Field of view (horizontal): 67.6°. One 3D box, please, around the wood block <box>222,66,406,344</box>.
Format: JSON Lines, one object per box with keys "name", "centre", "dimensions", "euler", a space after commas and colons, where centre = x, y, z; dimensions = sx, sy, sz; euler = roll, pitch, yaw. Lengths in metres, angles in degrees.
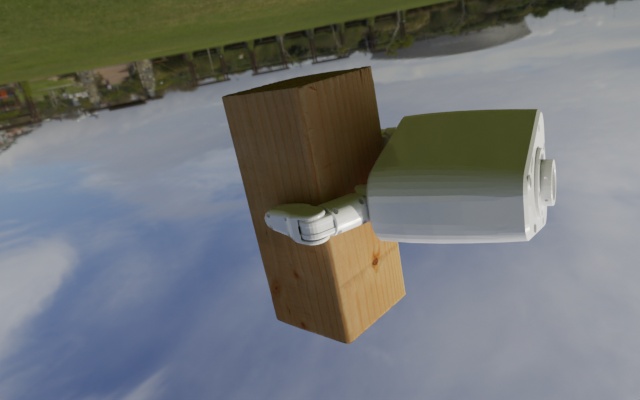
{"name": "wood block", "centre": [0.000, 0.002, 0.408], "dimensions": [0.090, 0.206, 0.091], "euler": [6, 24, 43]}
